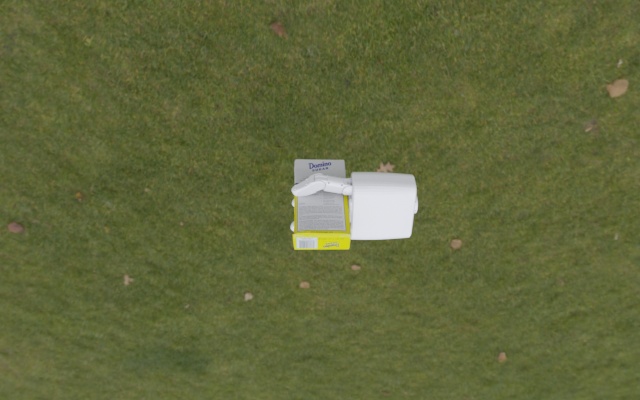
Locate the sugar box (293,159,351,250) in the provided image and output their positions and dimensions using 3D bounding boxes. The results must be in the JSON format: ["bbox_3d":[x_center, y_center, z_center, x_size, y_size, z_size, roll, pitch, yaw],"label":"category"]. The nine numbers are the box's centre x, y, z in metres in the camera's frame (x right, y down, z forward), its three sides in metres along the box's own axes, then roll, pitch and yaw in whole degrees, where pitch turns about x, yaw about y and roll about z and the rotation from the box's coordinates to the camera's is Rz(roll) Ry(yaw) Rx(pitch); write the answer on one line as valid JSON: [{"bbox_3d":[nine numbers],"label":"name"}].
[{"bbox_3d":[0.000,0.003,0.821,0.093,0.176,0.048,1,-45,-2],"label":"sugar box"}]
